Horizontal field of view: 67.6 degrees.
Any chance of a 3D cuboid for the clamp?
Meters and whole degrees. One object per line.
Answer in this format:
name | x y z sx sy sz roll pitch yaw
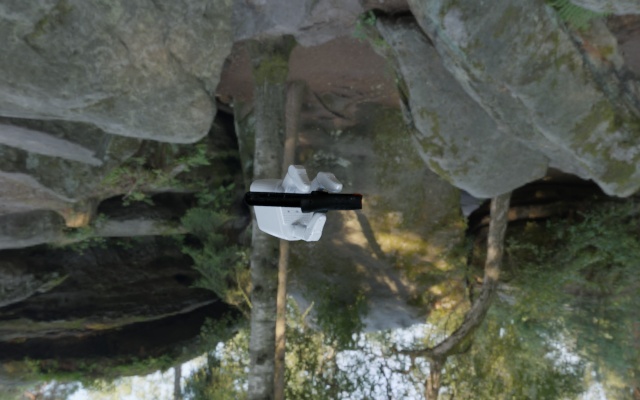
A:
clamp | 0.000 0.003 0.799 0.210 0.036 0.164 1 4 -34
